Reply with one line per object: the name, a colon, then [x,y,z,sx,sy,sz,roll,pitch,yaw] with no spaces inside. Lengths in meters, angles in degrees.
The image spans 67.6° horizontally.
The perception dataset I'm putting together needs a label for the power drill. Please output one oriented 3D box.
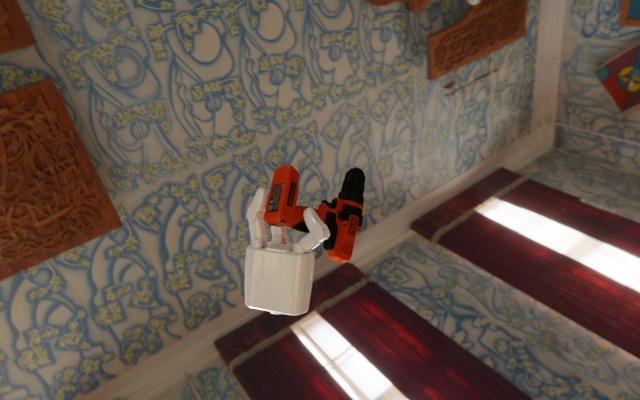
power drill: [0.000,0.003,0.857,0.188,0.184,0.057,22,-20,-32]
